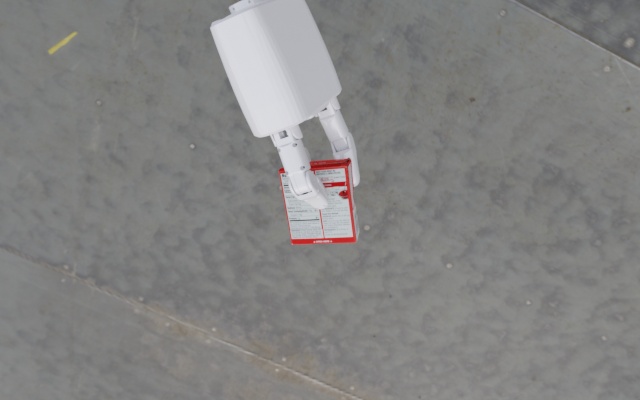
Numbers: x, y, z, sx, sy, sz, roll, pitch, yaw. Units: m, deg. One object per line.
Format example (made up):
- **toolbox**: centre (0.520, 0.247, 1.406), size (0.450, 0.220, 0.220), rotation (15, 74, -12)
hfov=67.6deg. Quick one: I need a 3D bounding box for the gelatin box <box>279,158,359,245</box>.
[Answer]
- **gelatin box**: centre (0.000, 0.002, 0.510), size (0.073, 0.089, 0.030), rotation (-4, 20, 14)
